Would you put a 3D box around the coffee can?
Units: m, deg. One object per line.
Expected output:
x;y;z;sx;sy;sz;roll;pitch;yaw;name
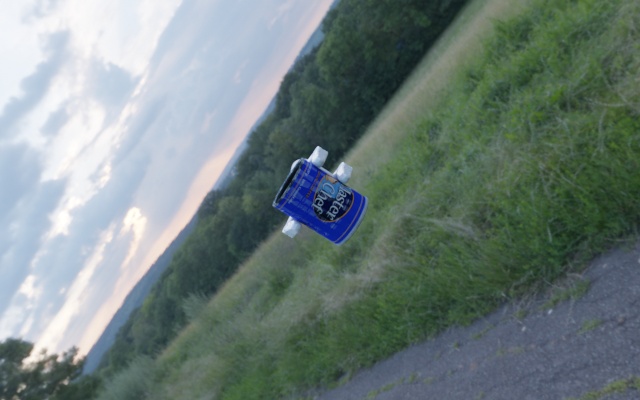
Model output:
0.000;0.003;0.856;0.140;0.103;0.103;32;-7;-11;coffee can
